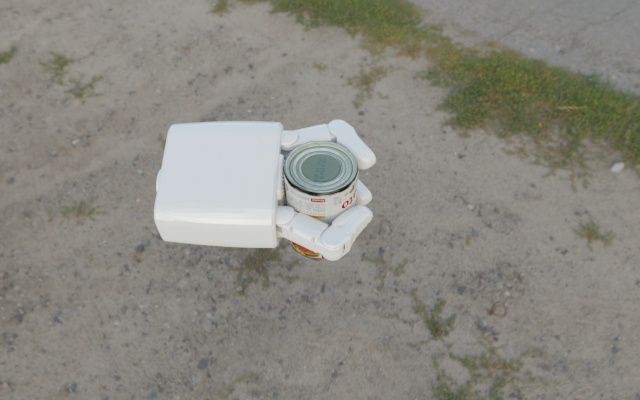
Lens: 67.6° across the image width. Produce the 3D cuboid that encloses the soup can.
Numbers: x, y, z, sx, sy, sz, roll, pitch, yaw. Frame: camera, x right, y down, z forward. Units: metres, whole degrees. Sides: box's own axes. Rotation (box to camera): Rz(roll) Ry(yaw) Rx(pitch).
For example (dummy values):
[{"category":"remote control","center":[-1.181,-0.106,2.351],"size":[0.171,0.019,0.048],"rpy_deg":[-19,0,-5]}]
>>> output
[{"category":"soup can","center":[0.001,0.001,0.456],"size":[0.068,0.068,0.102],"rpy_deg":[0,-40,0]}]
